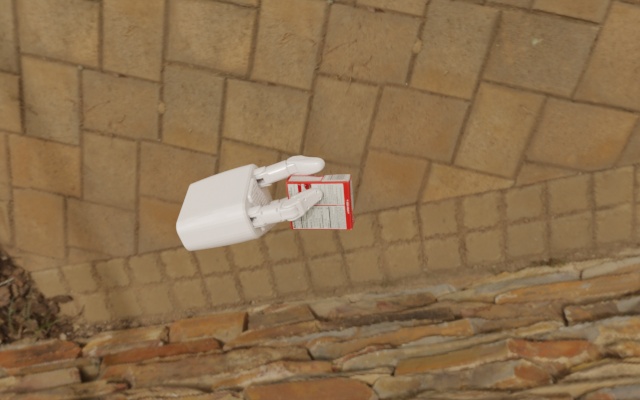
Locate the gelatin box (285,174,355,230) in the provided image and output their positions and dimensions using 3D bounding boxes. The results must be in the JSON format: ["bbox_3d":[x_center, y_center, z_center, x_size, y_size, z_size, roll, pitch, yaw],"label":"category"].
[{"bbox_3d":[0.000,0.002,0.657,0.089,0.073,0.030,0,25,12],"label":"gelatin box"}]
